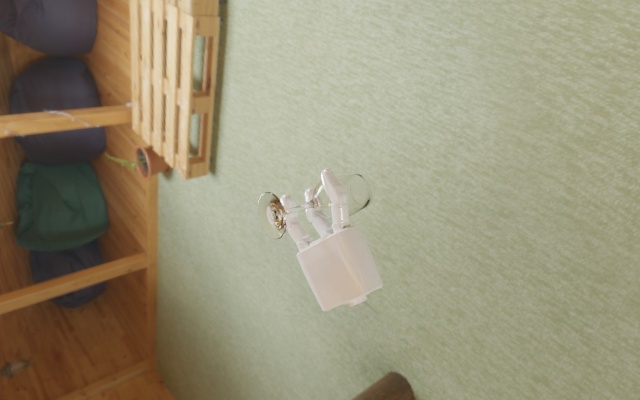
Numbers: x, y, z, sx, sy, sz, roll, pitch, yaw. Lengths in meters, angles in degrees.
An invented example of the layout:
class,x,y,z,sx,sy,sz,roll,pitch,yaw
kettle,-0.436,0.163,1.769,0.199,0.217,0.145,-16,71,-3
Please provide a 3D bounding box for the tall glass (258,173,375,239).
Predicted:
class,x,y,z,sx,sy,sz,roll,pitch,yaw
tall glass,0.000,0.003,0.791,0.201,0.079,0.079,-16,10,-39
